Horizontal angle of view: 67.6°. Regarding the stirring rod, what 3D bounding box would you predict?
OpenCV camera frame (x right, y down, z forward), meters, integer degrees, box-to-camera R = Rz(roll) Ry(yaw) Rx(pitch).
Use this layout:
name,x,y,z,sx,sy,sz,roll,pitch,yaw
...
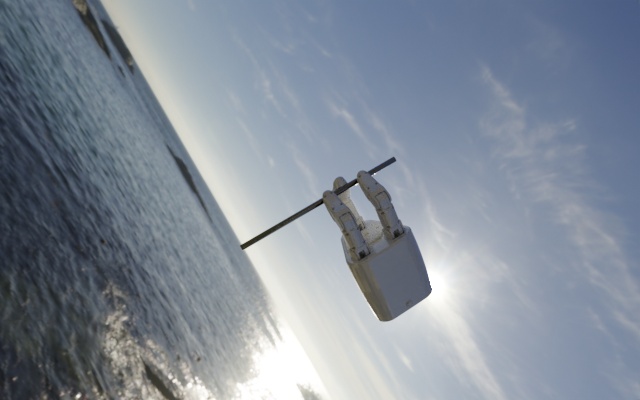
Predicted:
name,x,y,z,sx,sy,sz,roll,pitch,yaw
stirring rod,0.000,0.002,0.637,0.239,0.011,0.011,-30,6,-11
